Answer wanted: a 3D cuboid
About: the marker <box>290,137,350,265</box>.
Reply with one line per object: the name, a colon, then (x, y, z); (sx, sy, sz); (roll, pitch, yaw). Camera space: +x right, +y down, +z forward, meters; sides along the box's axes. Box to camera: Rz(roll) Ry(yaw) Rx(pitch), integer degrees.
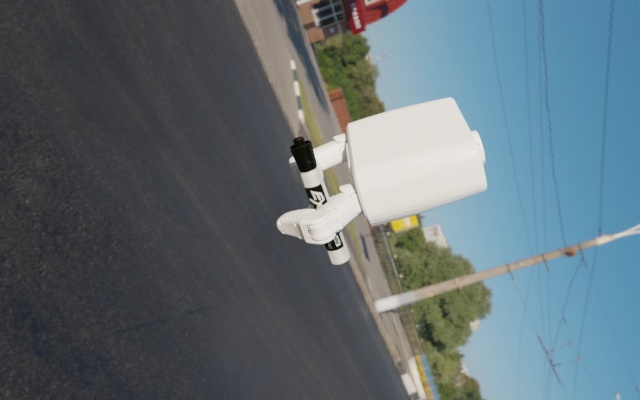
marker: (0.000, 0.001, 0.417); (0.020, 0.121, 0.020); (-17, 22, 7)
